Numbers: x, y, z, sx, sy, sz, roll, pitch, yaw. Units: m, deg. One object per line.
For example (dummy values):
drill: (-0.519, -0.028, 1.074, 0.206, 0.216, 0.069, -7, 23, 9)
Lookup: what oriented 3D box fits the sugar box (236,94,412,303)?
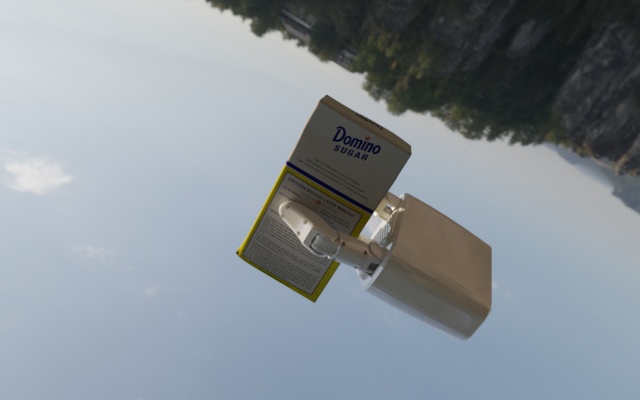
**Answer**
sugar box: (0.000, 0.001, 0.448, 0.093, 0.176, 0.048, 31, 21, -2)
